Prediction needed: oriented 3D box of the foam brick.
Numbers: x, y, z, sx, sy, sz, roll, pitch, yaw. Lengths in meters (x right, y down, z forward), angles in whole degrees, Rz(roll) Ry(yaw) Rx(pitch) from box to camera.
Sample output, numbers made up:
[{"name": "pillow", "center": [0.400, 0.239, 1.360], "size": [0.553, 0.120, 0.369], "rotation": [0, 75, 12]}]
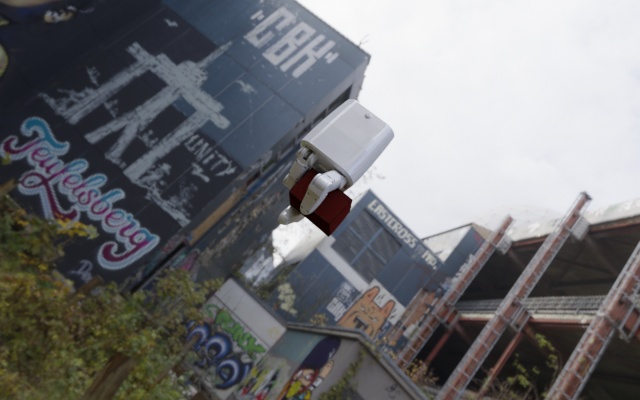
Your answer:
[{"name": "foam brick", "center": [0.000, 0.003, 0.682], "size": [0.078, 0.051, 0.053], "rotation": [40, -18, 13]}]
